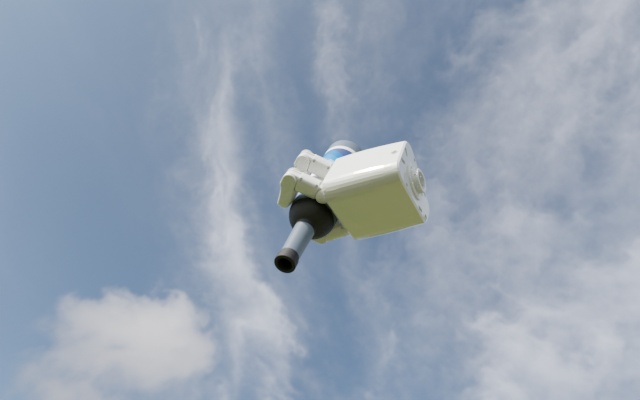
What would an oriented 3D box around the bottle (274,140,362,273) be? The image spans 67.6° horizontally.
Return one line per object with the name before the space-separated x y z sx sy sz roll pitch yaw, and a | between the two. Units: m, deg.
bottle | 0.000 0.002 0.687 0.069 0.069 0.295 0 30 20
